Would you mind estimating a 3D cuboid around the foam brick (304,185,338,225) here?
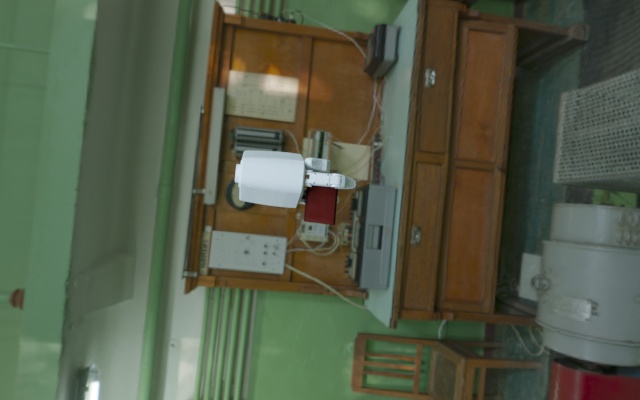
[{"bbox_3d":[0.000,0.003,0.850,0.051,0.078,0.053,5,-3,-8],"label":"foam brick"}]
